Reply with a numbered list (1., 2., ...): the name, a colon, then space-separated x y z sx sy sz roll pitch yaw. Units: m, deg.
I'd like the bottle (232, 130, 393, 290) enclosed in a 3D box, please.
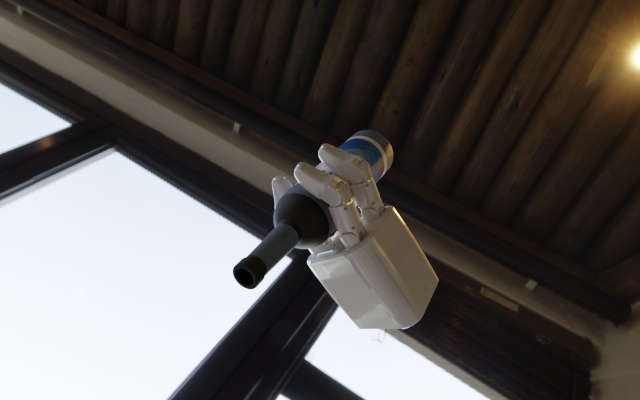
1. bottle: 0.000 0.002 0.535 0.069 0.069 0.295 0 27 31
